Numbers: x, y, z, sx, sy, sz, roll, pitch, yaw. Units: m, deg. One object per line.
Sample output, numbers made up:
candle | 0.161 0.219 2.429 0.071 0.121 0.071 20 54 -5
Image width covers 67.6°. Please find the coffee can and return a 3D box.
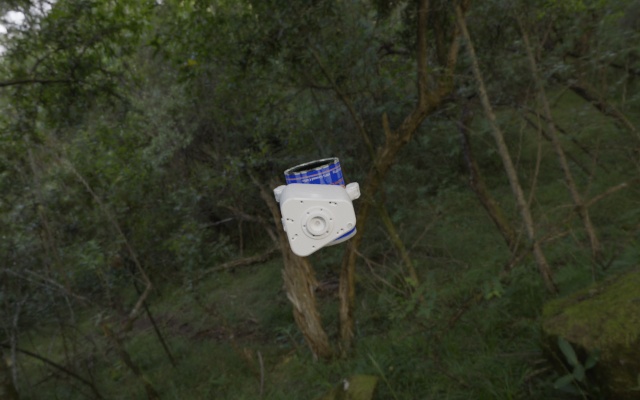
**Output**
coffee can | 0.000 0.003 0.873 0.103 0.140 0.102 -14 12 3
